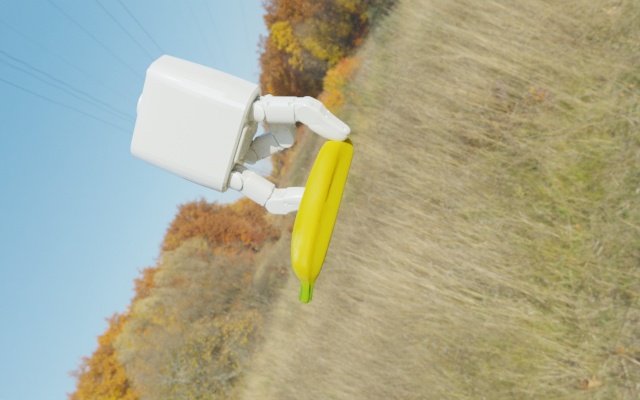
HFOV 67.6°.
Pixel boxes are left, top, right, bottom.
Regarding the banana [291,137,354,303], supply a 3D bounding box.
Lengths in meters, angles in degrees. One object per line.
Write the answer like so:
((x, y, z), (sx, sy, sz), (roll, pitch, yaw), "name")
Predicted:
((0.002, -0.005, 0.467), (0.037, 0.197, 0.070), (17, -30, 0), "banana")
